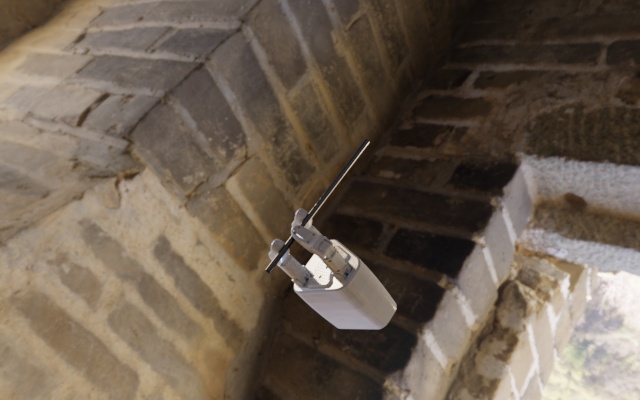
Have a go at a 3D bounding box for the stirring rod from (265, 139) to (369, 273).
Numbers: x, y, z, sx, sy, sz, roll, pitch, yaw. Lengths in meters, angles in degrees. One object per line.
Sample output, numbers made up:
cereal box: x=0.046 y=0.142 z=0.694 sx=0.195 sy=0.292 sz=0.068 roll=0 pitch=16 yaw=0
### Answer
stirring rod: x=0.000 y=0.002 z=0.657 sx=0.011 sy=0.239 sz=0.011 roll=32 pitch=-21 yaw=14
